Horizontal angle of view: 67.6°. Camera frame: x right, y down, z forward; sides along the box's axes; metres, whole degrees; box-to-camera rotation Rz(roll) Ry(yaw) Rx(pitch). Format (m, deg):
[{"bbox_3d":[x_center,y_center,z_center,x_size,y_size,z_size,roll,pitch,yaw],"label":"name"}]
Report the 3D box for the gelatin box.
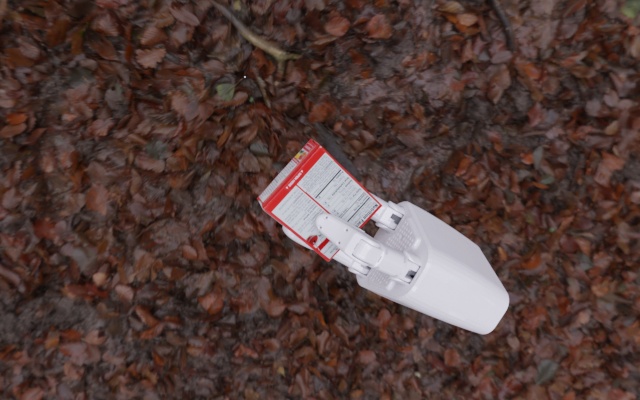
[{"bbox_3d":[0.000,0.001,0.430,0.089,0.073,0.030,41,2,-28],"label":"gelatin box"}]
